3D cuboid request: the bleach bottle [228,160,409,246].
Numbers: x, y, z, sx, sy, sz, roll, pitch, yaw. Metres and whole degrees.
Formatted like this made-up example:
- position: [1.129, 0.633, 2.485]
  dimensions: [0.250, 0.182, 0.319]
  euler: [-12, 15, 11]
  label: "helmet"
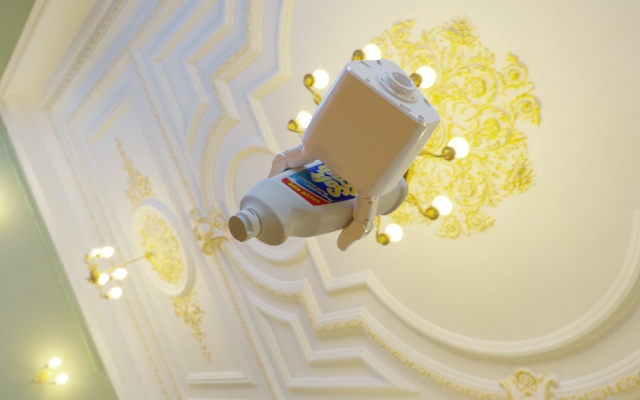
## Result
- position: [0.000, 0.002, 0.575]
  dimensions: [0.251, 0.102, 0.068]
  euler: [-23, -25, -47]
  label: "bleach bottle"
